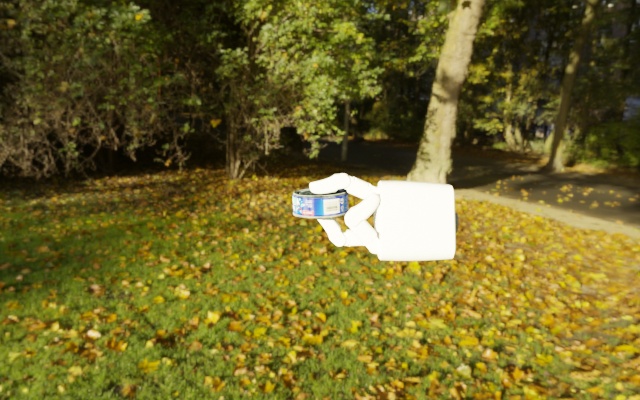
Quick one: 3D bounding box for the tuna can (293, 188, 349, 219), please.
[{"bbox_3d":[0.000,0.002,0.726,0.086,0.034,0.086,-2,10,0],"label":"tuna can"}]
